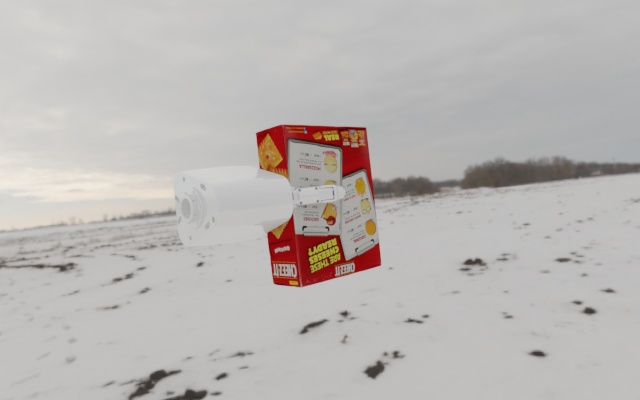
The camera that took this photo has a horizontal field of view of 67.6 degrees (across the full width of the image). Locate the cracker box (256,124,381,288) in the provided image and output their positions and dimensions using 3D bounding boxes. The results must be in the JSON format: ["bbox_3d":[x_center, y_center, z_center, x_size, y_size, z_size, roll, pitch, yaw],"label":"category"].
[{"bbox_3d":[0.000,0.002,0.689,0.164,0.213,0.072,-7,1,-42],"label":"cracker box"}]
